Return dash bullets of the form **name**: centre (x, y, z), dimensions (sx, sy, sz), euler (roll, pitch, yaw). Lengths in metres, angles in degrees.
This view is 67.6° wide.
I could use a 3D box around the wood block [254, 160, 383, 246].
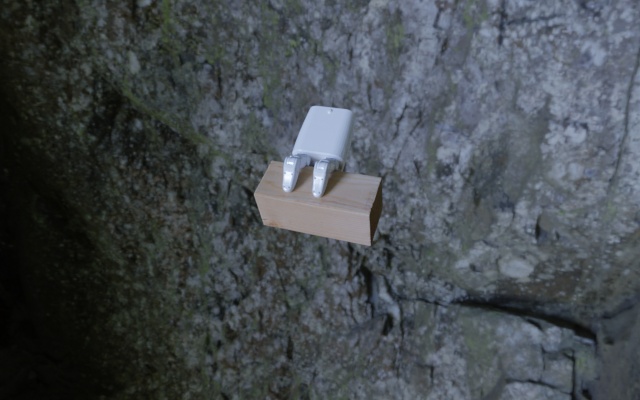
- **wood block**: centre (0.000, 0.003, 0.854), dimensions (0.206, 0.090, 0.091), euler (10, -38, 17)
